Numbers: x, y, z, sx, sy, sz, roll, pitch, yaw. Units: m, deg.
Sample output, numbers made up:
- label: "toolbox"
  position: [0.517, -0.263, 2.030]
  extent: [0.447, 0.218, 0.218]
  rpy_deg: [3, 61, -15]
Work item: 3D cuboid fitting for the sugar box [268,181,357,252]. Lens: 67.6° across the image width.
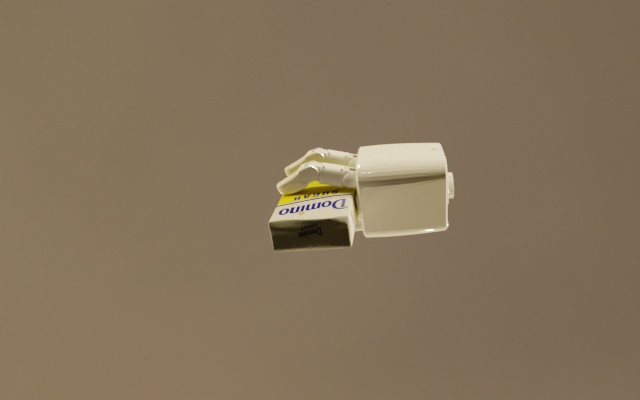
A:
- label: "sugar box"
  position: [0.000, 0.001, 0.606]
  extent: [0.093, 0.048, 0.176]
  rpy_deg: [-5, 21, 10]
